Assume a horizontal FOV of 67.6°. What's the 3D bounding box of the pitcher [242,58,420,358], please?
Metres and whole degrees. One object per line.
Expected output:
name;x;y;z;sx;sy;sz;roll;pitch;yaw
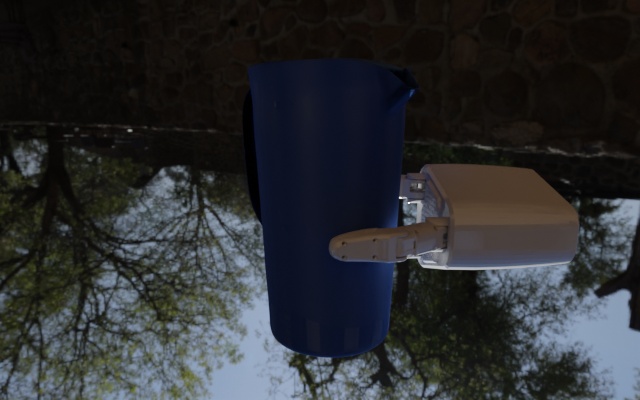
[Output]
pitcher;0.000;0.001;0.422;0.145;0.243;0.149;-1;10;-4
